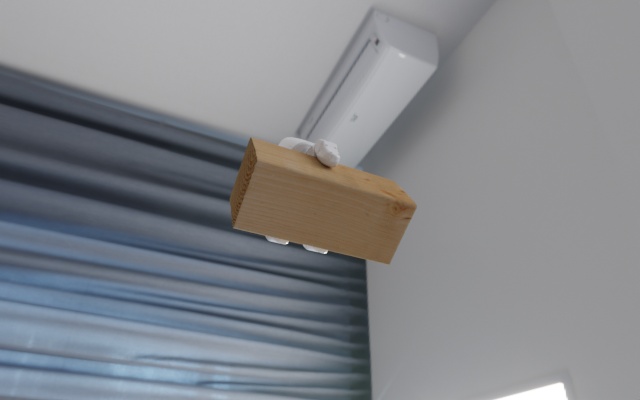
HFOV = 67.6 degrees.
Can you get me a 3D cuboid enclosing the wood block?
[{"bbox_3d":[0.000,0.002,0.601,0.206,0.091,0.090,15,20,-19],"label":"wood block"}]
